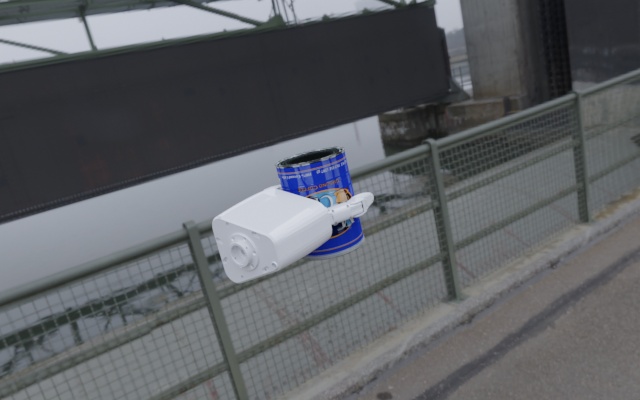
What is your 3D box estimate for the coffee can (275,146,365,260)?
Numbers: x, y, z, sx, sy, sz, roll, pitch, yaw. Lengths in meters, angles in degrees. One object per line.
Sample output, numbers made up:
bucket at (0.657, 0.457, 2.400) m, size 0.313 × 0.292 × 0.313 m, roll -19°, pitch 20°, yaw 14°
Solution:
coffee can at (0.000, 0.002, 0.695) m, size 0.103 × 0.140 × 0.102 m, roll -13°, pitch 14°, yaw 3°
